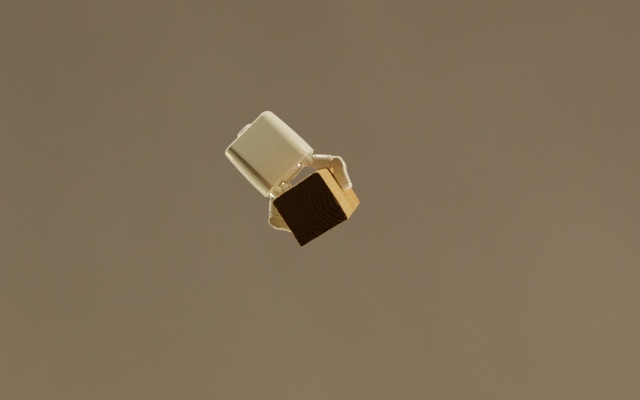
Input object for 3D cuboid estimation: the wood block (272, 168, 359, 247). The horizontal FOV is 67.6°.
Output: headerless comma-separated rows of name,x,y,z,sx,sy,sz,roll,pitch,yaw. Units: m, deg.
wood block,0.000,0.002,0.835,0.091,0.090,0.206,-33,1,12
